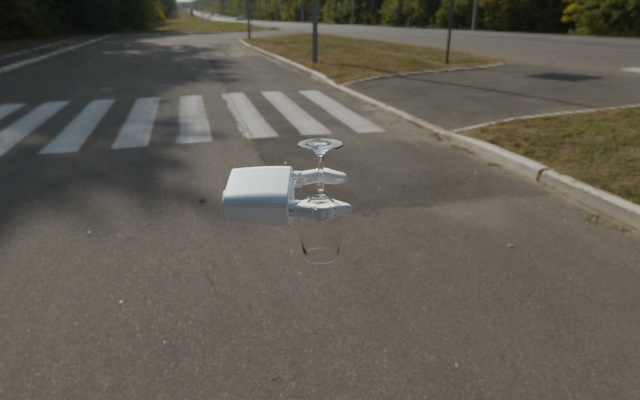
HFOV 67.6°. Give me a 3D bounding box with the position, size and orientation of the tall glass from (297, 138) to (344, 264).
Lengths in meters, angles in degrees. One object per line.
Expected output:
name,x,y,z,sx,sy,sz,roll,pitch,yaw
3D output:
tall glass,0.000,0.002,0.798,0.079,0.201,0.079,-1,20,0
